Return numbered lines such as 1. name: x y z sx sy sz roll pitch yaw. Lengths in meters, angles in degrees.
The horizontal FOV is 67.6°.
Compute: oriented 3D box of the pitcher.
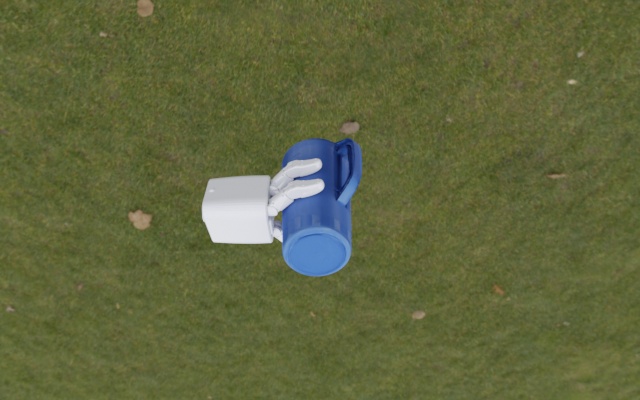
1. pitcher: 0.000 0.003 0.823 0.145 0.149 0.242 -1 39 -1
